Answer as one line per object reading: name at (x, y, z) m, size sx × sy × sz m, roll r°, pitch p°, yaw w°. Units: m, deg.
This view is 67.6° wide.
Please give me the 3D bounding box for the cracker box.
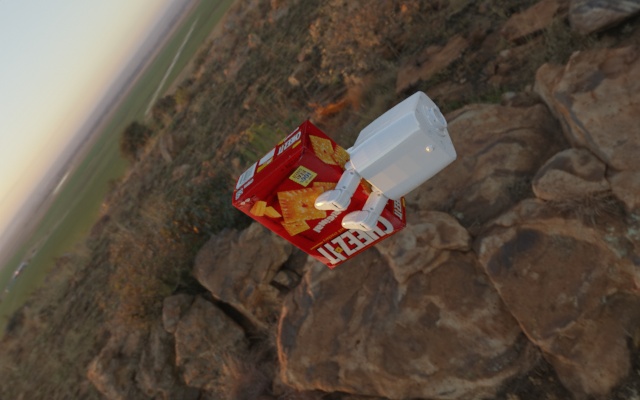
cracker box at (0.000, 0.002, 0.725) m, size 0.214 × 0.072 × 0.164 m, roll 36°, pitch -52°, yaw -27°
